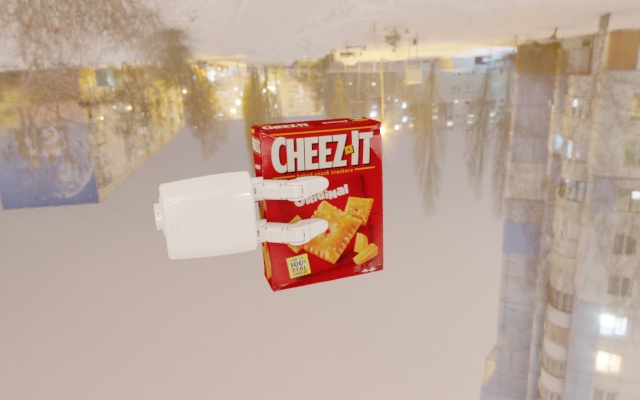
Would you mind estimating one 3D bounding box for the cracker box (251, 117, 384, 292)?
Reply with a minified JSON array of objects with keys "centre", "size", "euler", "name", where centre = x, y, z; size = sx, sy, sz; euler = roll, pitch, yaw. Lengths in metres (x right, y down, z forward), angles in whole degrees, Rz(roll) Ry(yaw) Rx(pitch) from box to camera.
[{"centre":[0.000,0.002,0.645],"size":[0.164,0.214,0.072],"euler":[-7,16,-16],"name":"cracker box"}]
